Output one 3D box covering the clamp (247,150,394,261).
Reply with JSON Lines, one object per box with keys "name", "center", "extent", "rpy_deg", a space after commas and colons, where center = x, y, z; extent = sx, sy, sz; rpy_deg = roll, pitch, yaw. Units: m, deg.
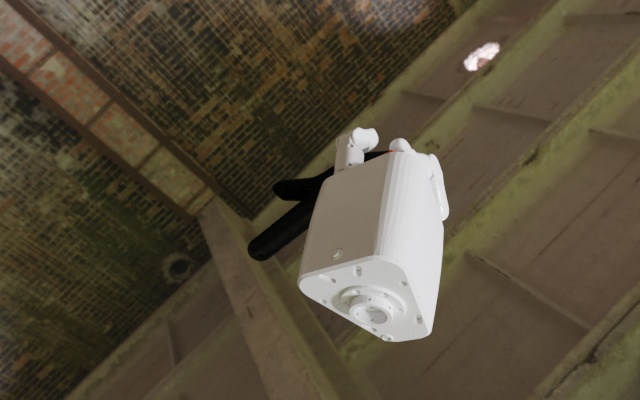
{"name": "clamp", "center": [0.001, 0.002, 0.478], "extent": [0.171, 0.120, 0.039], "rpy_deg": [-21, -54, 35]}
